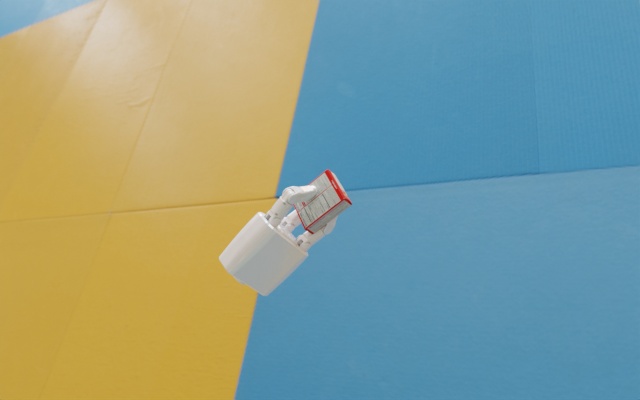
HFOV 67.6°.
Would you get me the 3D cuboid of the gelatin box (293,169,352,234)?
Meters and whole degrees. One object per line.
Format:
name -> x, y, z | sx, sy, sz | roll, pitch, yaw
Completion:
gelatin box -> 0.000, 0.002, 0.812 | 0.089, 0.073, 0.030 | -39, -39, 14
